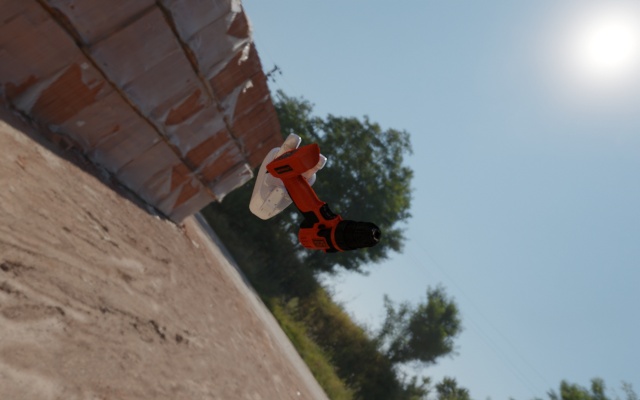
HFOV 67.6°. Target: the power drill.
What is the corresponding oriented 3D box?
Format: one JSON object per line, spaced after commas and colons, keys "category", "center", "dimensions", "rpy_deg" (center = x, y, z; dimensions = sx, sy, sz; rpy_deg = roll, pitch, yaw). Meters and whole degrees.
{"category": "power drill", "center": [0.000, 0.002, 0.790], "dimensions": [0.184, 0.188, 0.057], "rpy_deg": [-8, 24, 49]}
